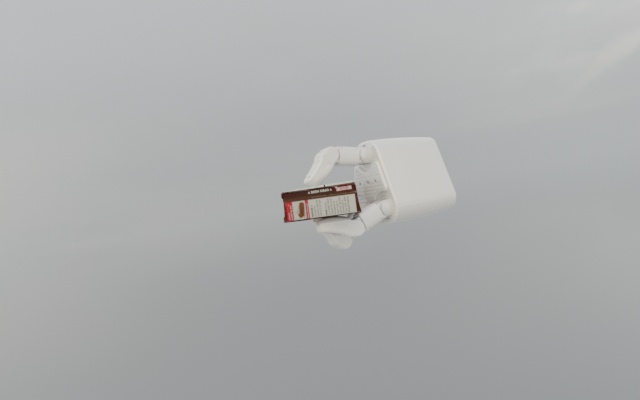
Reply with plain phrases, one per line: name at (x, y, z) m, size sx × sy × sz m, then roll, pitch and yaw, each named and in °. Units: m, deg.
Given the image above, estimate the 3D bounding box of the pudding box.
pudding box at (0.000, 0.002, 0.589) m, size 0.090 × 0.039 × 0.113 m, roll -9°, pitch -1°, yaw 0°
